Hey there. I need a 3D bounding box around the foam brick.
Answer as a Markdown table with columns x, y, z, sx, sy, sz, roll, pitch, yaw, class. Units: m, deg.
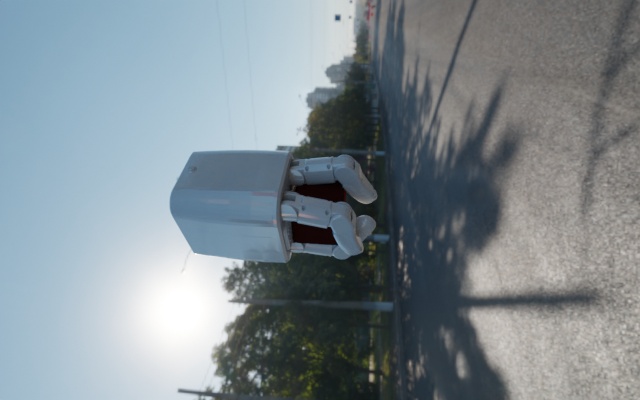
| x | y | z | sx | sy | sz | roll | pitch | yaw | class |
| --- | --- | --- | --- | --- | --- | --- | --- | --- | --- |
| 0.000 | 0.002 | 0.508 | 0.051 | 0.053 | 0.078 | 3 | 40 | 5 | foam brick |
